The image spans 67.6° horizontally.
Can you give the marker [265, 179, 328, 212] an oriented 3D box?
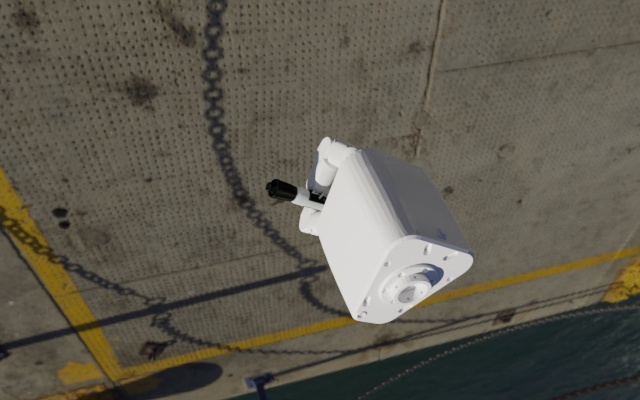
[{"bbox_3d":[0.000,0.002,0.476,0.121,0.020,0.020,17,-9,-32],"label":"marker"}]
